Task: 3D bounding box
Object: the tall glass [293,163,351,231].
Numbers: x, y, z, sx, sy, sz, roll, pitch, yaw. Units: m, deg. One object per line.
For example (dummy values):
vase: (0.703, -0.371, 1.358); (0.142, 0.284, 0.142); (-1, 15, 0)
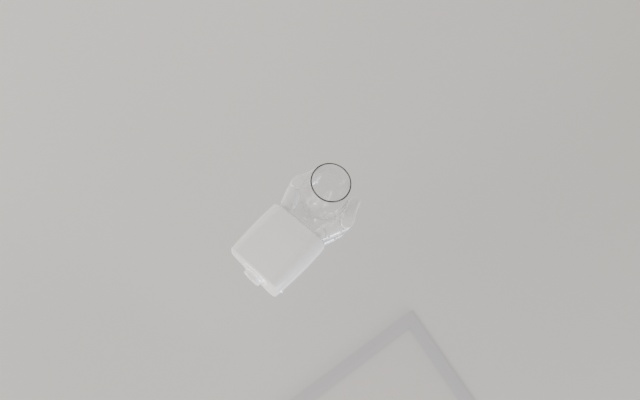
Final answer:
tall glass: (0.000, 0.003, 0.795); (0.079, 0.079, 0.201); (0, -17, -10)
